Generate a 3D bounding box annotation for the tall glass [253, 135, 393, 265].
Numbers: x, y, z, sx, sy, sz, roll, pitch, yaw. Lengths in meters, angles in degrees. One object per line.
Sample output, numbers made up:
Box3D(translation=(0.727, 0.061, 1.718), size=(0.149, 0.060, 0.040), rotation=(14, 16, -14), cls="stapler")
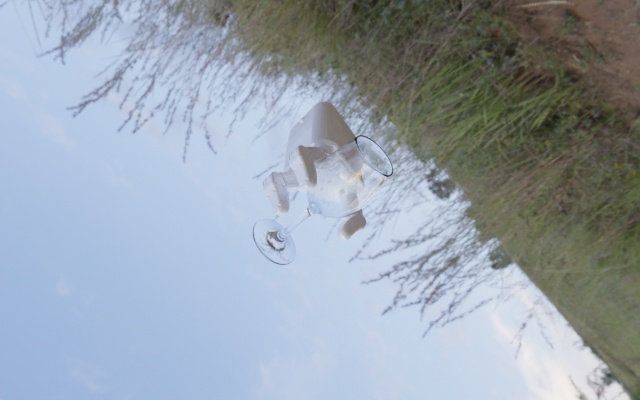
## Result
Box3D(translation=(0.000, 0.003, 0.616), size=(0.201, 0.079, 0.079), rotation=(-40, -24, 31), cls="tall glass")
